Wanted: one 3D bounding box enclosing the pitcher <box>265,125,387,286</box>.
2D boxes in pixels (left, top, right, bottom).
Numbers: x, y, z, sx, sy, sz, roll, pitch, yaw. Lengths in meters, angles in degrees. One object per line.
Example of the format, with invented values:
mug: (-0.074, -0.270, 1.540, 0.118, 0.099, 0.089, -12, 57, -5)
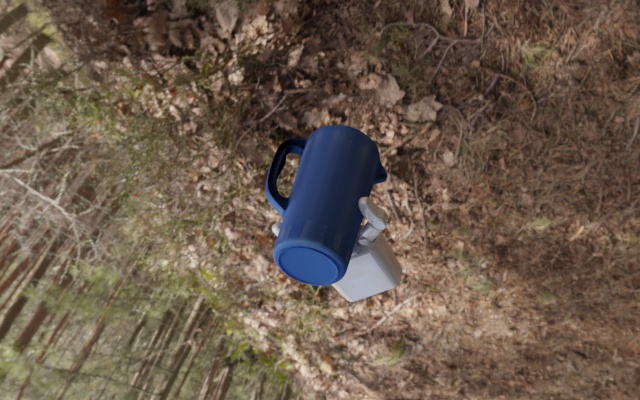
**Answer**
pitcher: (0.000, 0.003, 0.743, 0.149, 0.242, 0.145, -12, -49, 30)
